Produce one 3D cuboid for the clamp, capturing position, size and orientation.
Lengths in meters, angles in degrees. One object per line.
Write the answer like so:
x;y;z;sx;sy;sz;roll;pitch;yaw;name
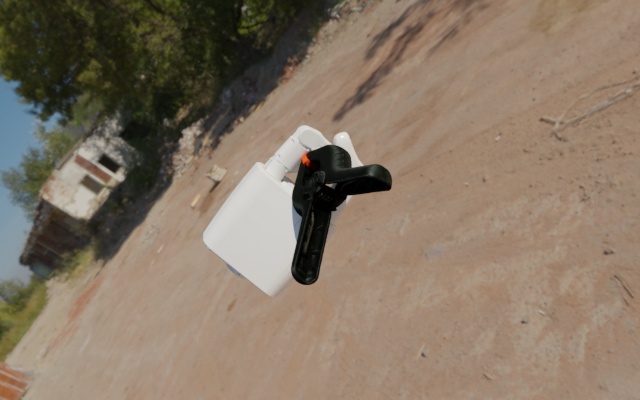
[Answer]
0.000;0.001;0.451;0.039;0.120;0.171;38;6;-20;clamp
